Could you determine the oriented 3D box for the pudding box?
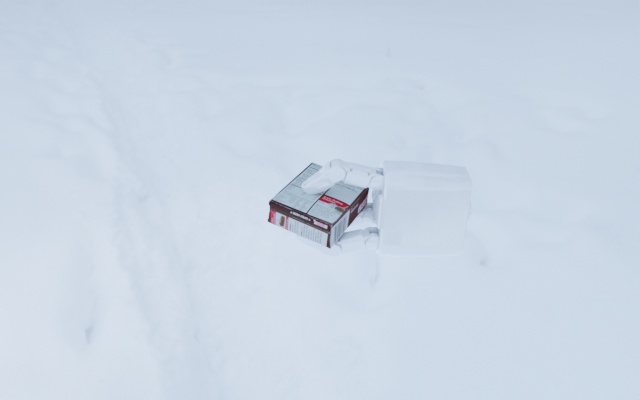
[{"bbox_3d":[0.000,0.002,0.607,0.090,0.039,0.113,21,37,20],"label":"pudding box"}]
